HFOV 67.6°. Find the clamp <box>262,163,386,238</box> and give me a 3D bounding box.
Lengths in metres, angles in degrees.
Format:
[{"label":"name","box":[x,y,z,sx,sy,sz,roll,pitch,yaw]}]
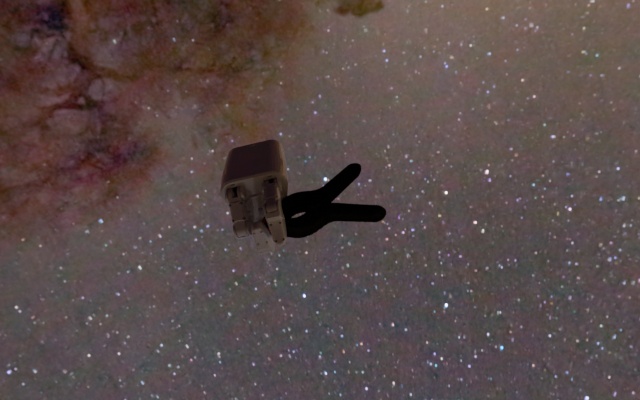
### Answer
[{"label":"clamp","box":[0.000,0.003,0.687,0.171,0.039,0.120,-12,36,3]}]
